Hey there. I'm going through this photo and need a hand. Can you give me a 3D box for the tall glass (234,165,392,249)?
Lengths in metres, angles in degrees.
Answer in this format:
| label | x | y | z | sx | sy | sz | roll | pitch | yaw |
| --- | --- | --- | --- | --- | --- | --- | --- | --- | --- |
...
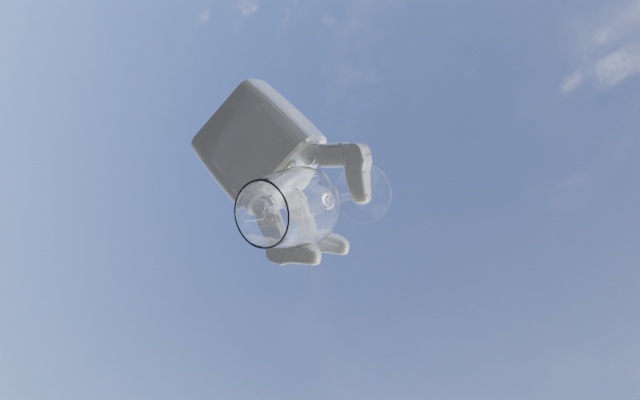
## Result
| label | x | y | z | sx | sy | sz | roll | pitch | yaw |
| --- | --- | --- | --- | --- | --- | --- | --- | --- | --- |
| tall glass | 0.001 | 0.002 | 0.497 | 0.079 | 0.079 | 0.201 | 0 | 6 | 31 |
